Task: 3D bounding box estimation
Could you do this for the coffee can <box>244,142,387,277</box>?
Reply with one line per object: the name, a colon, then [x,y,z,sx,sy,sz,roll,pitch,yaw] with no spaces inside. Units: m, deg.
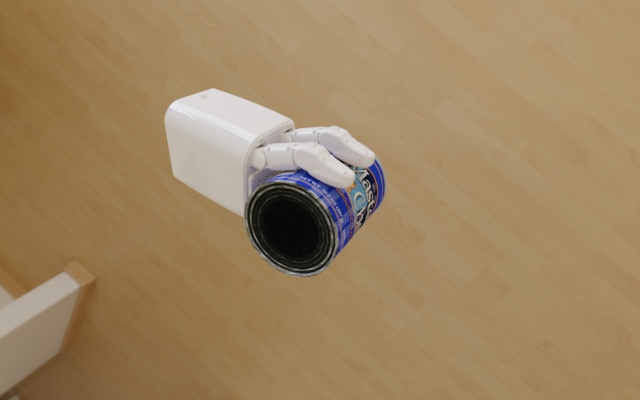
coffee can: [0.000,0.002,0.510,0.103,0.103,0.140,0,23,28]
